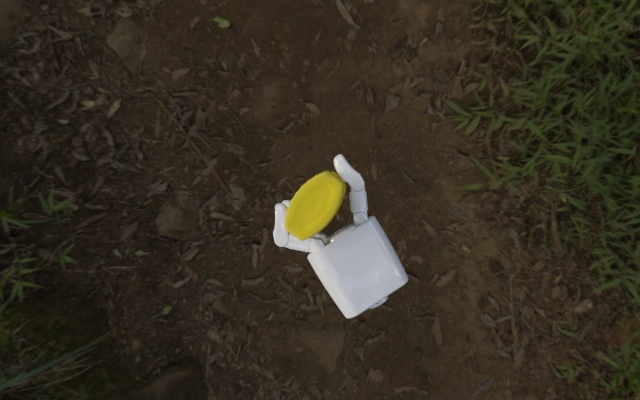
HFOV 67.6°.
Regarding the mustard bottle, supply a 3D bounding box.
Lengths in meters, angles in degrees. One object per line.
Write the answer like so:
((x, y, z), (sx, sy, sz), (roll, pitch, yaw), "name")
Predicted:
((0.000, 0.002, 0.702), (0.058, 0.096, 0.191), (35, 6, 3), "mustard bottle")
